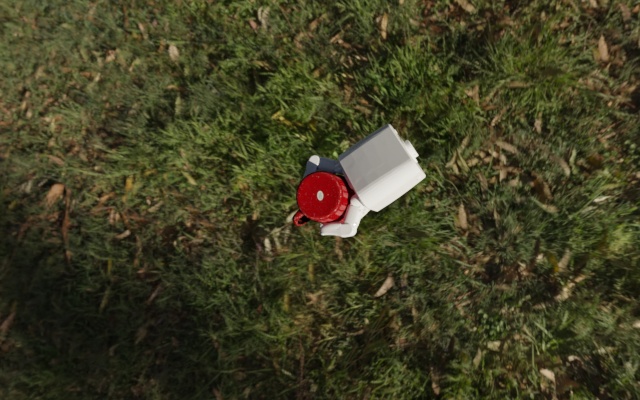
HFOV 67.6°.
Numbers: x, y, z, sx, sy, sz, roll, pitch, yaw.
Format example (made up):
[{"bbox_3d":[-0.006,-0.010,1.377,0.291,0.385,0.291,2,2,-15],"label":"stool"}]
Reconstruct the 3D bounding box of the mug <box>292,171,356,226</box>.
[{"bbox_3d":[-0.001,0.003,0.805,0.117,0.093,0.081,-35,-16,13],"label":"mug"}]
